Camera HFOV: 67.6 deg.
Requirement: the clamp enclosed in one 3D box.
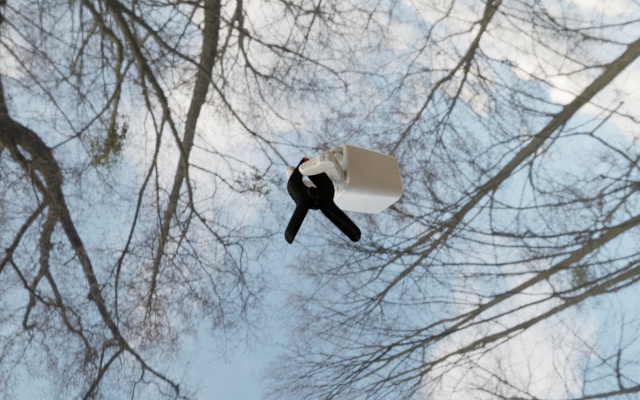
[{"bbox_3d":[0.000,0.003,0.762,0.120,0.171,0.039,11,-41,-19],"label":"clamp"}]
